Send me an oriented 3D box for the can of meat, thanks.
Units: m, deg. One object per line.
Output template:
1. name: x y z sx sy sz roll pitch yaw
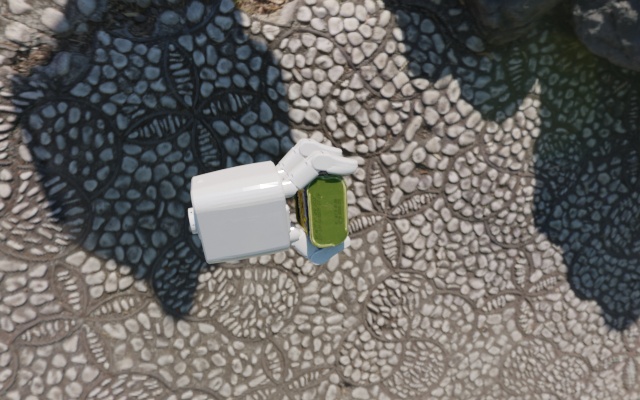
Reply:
1. can of meat: 0.000 0.002 0.630 0.057 0.102 0.084 -8 20 -11
